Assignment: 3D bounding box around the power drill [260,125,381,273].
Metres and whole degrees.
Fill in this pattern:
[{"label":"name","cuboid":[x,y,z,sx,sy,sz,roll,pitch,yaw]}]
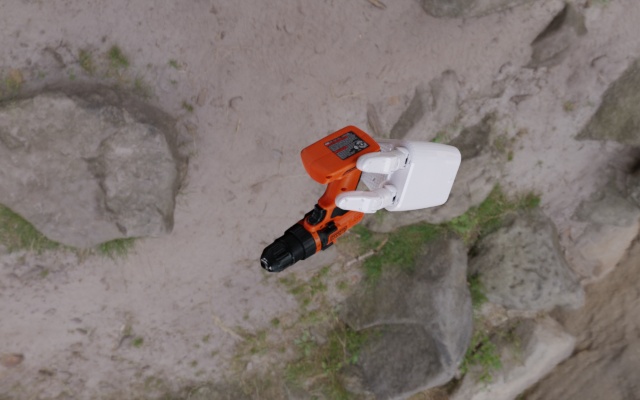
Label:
[{"label":"power drill","cuboid":[0.000,0.002,0.635,0.184,0.188,0.057,-33,64,-34]}]
